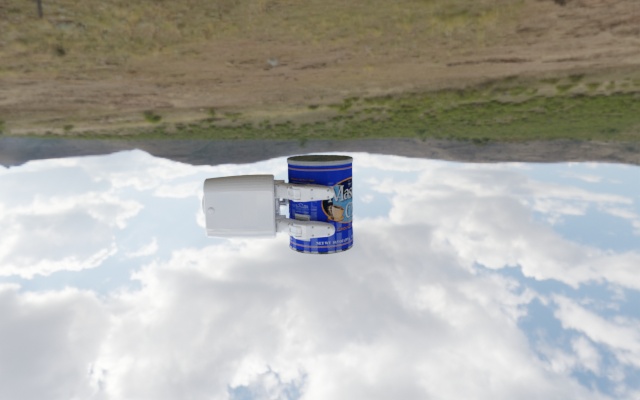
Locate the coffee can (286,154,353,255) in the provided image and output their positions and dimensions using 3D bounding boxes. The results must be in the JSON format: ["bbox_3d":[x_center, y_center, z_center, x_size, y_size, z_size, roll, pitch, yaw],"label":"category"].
[{"bbox_3d":[0.000,0.002,0.747,0.103,0.140,0.103,-1,11,0],"label":"coffee can"}]
